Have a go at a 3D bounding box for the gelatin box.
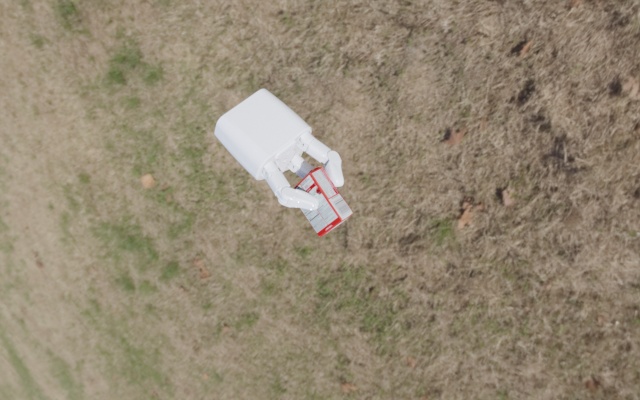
[{"bbox_3d":[0.000,0.003,0.732,0.030,0.089,0.073,-30,-7,-37],"label":"gelatin box"}]
